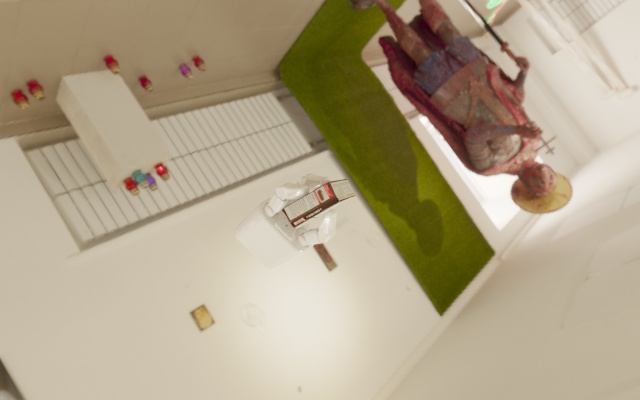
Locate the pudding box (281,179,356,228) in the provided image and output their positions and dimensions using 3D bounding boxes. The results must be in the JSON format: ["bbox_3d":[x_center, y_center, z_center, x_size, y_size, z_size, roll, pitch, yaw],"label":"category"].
[{"bbox_3d":[0.000,0.003,0.766,0.090,0.039,0.113,-31,-2,17],"label":"pudding box"}]
